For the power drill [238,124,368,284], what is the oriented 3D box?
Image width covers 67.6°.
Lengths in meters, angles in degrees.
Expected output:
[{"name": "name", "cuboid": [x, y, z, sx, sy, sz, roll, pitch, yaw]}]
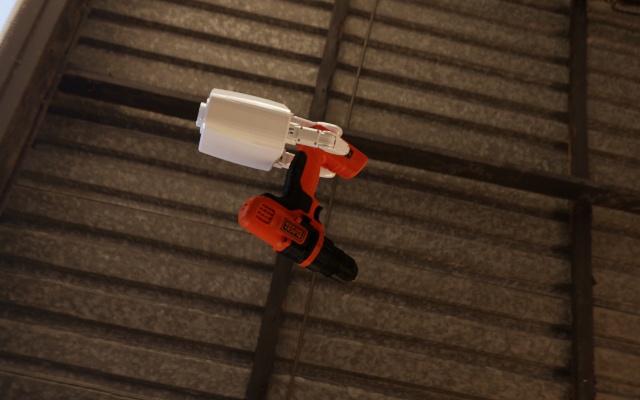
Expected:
[{"name": "power drill", "cuboid": [0.000, 0.002, 0.666, 0.184, 0.187, 0.057, 34, -29, -19]}]
